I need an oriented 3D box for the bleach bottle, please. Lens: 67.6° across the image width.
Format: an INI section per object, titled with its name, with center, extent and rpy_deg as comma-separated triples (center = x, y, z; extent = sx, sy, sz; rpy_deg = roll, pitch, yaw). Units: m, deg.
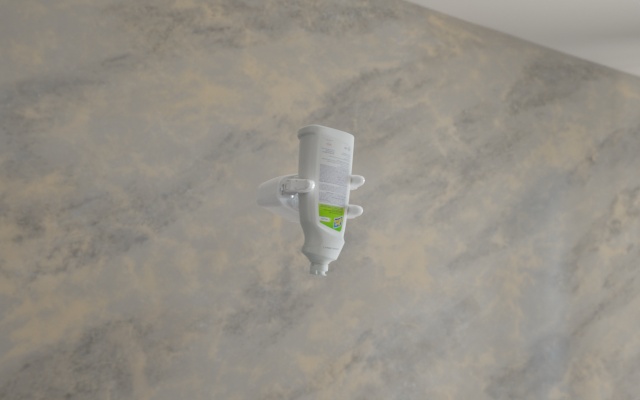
[bleach bottle]
center = 0.000, 0.003, 0.832
extent = 0.102, 0.251, 0.068
rpy_deg = 10, -9, -30
